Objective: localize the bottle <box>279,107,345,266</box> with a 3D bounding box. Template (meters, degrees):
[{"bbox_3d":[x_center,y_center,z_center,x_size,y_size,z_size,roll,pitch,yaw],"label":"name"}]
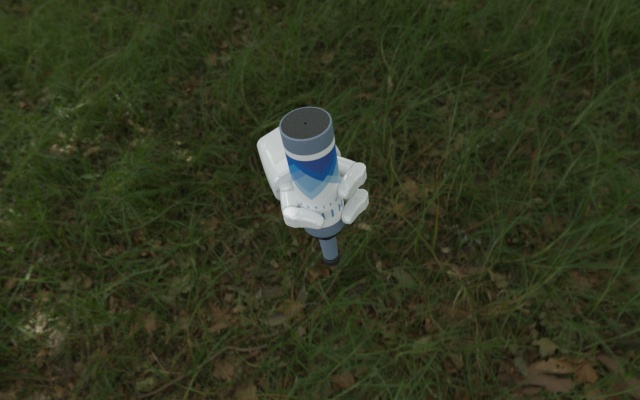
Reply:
[{"bbox_3d":[0.000,0.002,0.698,0.069,0.069,0.296,0,-42,10],"label":"bottle"}]
